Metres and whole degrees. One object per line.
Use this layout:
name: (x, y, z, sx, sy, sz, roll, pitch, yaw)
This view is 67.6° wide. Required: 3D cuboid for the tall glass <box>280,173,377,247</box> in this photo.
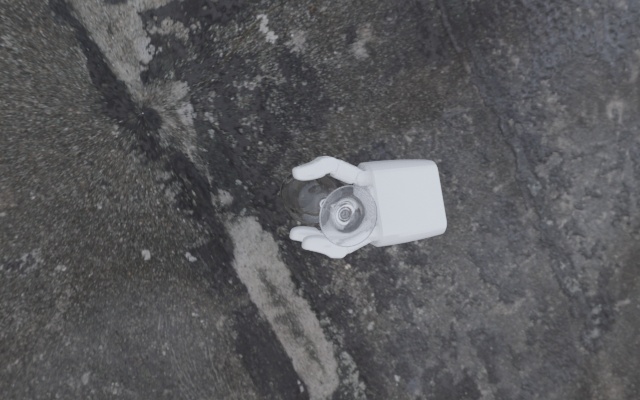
tall glass: (0.000, 0.002, 0.651, 0.079, 0.079, 0.201, 0, 10, -21)
